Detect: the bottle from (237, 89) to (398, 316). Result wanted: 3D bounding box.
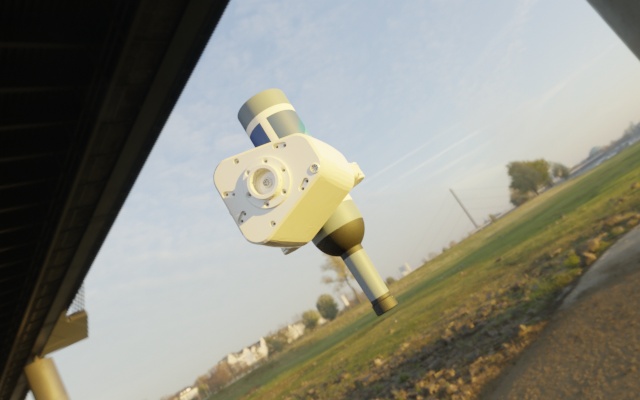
[{"bbox_3d":[0.000,0.002,0.569,0.069,0.295,0.069,-30,-13,-8],"label":"bottle"}]
